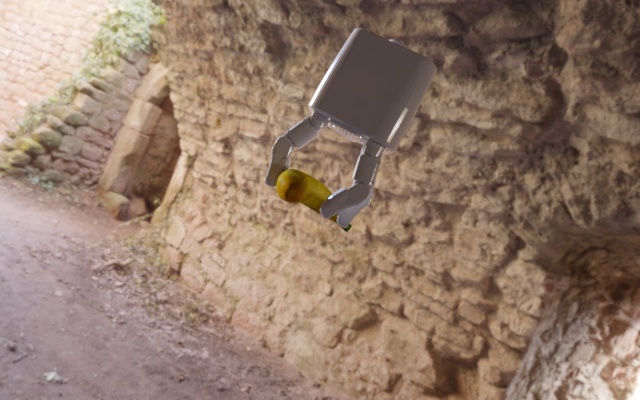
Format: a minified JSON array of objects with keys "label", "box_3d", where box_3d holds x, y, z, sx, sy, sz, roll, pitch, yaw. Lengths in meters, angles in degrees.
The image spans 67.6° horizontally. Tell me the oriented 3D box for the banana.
[{"label":"banana","box_3d":[-0.012,-0.008,0.571,0.069,0.037,0.198,36,3,24]}]
